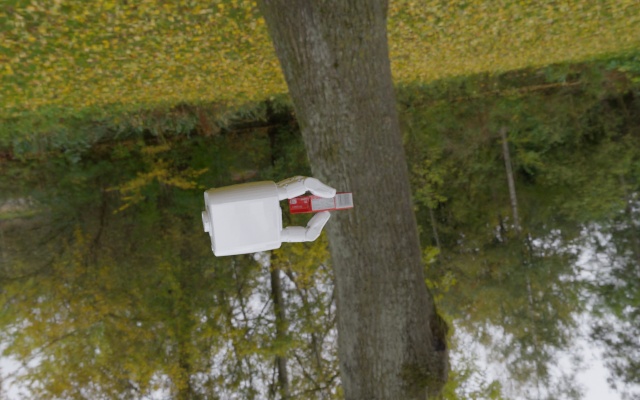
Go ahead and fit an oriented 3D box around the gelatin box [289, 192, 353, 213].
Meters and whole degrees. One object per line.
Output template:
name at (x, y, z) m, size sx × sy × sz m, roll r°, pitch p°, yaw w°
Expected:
gelatin box at (0.000, 0.003, 0.828) m, size 0.089 × 0.030 × 0.073 m, roll -6°, pitch 1°, yaw -31°
